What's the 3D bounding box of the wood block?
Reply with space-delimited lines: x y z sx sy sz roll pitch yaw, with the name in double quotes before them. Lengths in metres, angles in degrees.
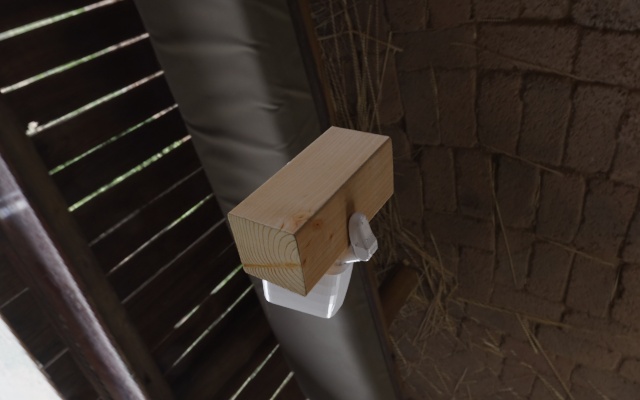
"wood block" 0.000 0.002 0.567 0.091 0.090 0.206 16 43 30
